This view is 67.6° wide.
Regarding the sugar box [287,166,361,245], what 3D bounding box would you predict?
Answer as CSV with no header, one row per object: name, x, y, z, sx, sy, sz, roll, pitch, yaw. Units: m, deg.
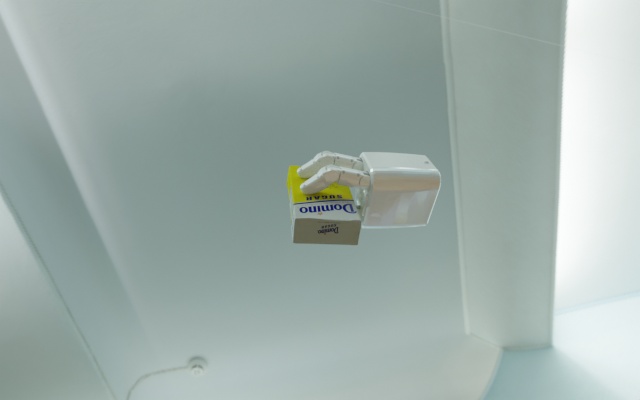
sugar box,0.000,0.002,0.716,0.093,0.048,0.176,2,25,-9
